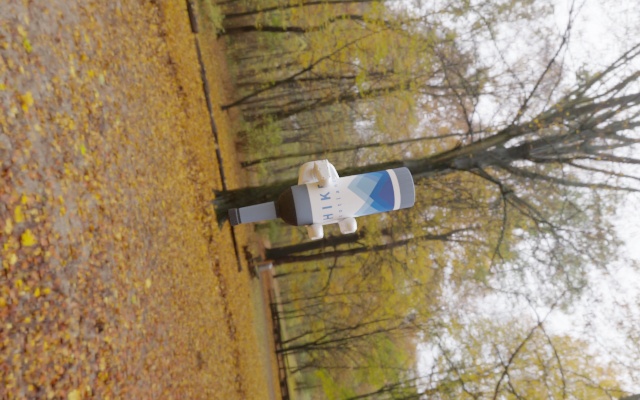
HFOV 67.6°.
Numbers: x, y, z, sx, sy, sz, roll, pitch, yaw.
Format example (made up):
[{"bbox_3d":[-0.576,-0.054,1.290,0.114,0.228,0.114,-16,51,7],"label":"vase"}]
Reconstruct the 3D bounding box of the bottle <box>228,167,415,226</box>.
[{"bbox_3d":[0.000,0.002,0.771,0.296,0.069,0.069,-10,1,-6],"label":"bottle"}]
